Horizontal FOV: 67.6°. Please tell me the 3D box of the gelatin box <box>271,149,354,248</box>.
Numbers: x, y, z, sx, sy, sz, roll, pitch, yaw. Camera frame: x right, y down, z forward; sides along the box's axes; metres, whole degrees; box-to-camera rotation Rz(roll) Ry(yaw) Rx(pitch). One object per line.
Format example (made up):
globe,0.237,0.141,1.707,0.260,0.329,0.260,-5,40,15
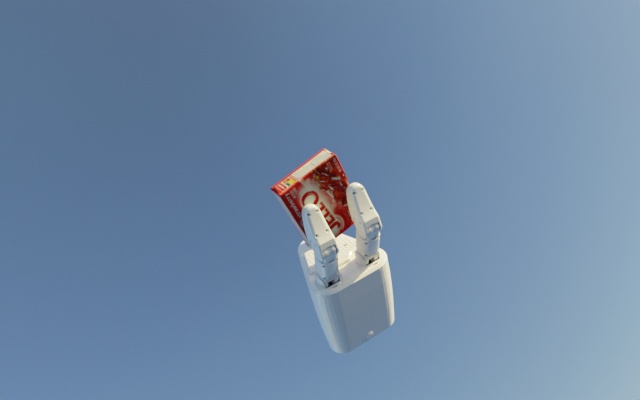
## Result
gelatin box,0.000,0.001,0.514,0.073,0.089,0.030,-37,32,-12
